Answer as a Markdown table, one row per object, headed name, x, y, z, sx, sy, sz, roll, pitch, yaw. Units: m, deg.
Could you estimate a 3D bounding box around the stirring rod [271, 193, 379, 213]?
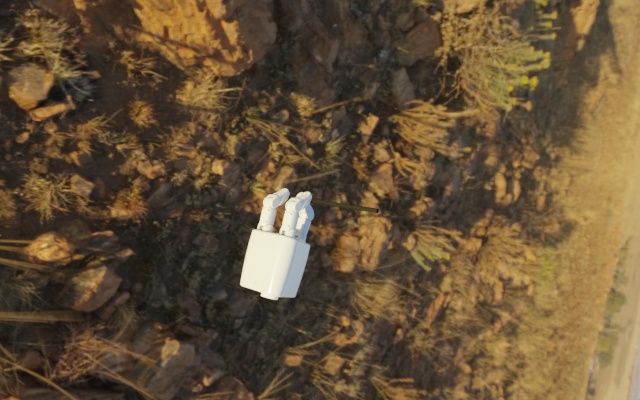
| name | x | y | z | sx | sy | sz | roll | pitch | yaw |
| --- | --- | --- | --- | --- | --- | --- | --- | --- | --- |
| stirring rod | 0.000 | 0.003 | 0.876 | 0.239 | 0.011 | 0.011 | 9 | 5 | 36 |
